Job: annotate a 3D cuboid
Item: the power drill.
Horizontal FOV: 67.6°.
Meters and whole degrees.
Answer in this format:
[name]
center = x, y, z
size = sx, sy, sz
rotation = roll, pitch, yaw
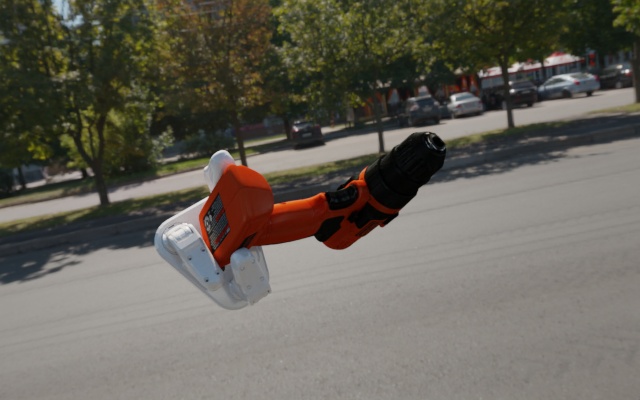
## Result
[power drill]
center = 0.000, 0.002, 0.427
size = 0.187, 0.057, 0.184
rotation = -4, -28, -34
